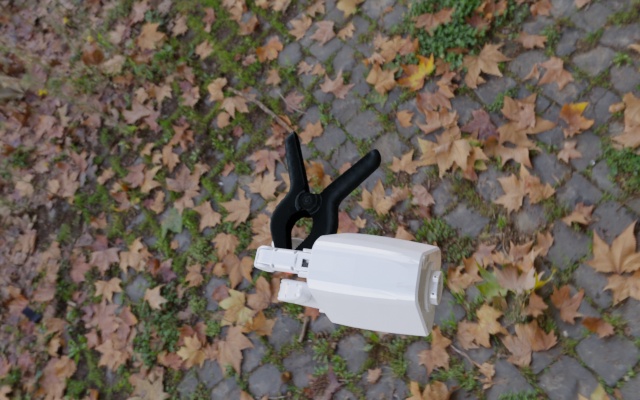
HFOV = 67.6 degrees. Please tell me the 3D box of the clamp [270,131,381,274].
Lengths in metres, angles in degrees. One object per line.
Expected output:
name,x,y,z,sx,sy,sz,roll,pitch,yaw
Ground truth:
clamp,0.000,0.002,0.544,0.120,0.171,0.039,4,-16,24
